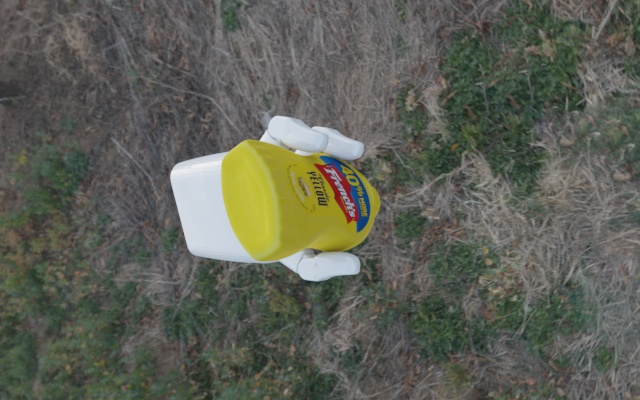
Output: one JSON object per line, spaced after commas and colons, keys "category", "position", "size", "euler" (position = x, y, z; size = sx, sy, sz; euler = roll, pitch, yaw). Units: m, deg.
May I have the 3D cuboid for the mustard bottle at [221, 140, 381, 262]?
{"category": "mustard bottle", "position": [0.000, 0.001, 0.443], "size": [0.058, 0.096, 0.191], "euler": [-32, -20, 32]}
